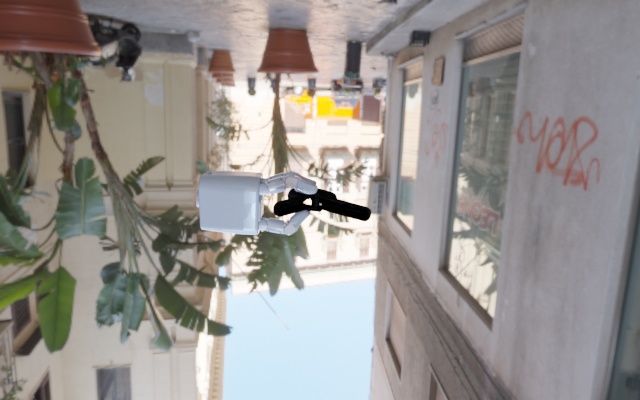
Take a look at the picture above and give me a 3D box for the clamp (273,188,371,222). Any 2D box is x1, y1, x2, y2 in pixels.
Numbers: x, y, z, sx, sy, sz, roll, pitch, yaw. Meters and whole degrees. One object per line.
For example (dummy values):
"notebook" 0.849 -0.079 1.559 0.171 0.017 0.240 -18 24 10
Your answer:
"clamp" 0.000 0.004 0.875 0.164 0.036 0.210 6 10 -4
